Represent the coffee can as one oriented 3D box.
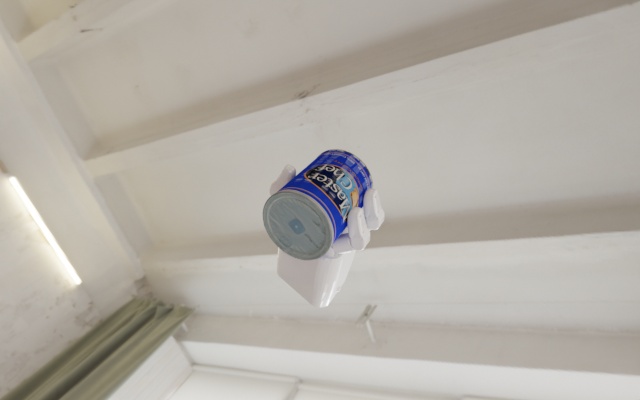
[{"bbox_3d":[0.000,0.002,0.664,0.103,0.103,0.140,0,28,31],"label":"coffee can"}]
